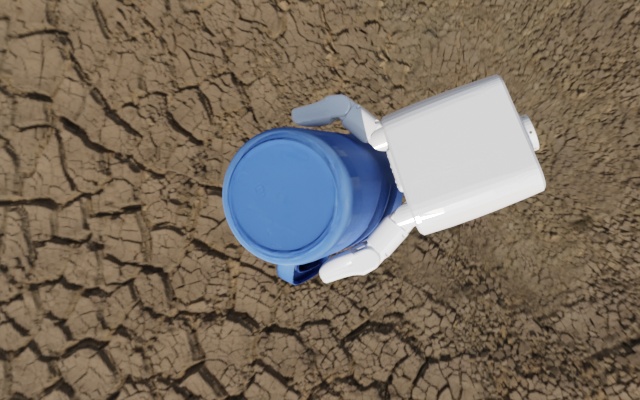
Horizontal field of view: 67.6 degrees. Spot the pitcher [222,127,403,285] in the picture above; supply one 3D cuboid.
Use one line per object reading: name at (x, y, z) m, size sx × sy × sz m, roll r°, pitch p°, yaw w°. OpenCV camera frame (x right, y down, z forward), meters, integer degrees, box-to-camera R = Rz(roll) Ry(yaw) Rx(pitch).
pitcher at (0.000, 0.001, 0.476) m, size 0.145 × 0.149 × 0.243 m, roll -21°, pitch -3°, yaw 16°
